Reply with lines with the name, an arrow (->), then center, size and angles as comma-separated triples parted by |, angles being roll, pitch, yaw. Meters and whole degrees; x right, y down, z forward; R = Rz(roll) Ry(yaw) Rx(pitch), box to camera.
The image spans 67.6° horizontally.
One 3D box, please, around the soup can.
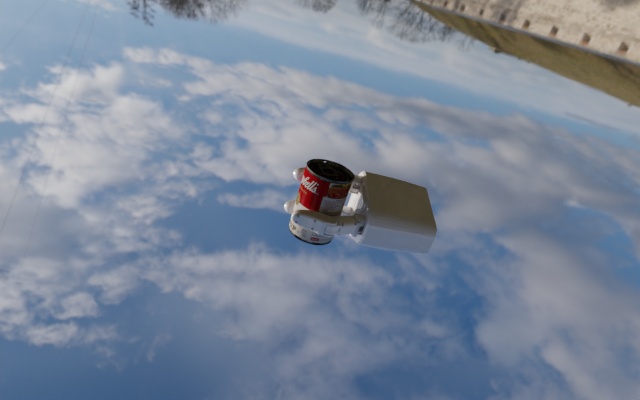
soup can -> 0.000, 0.002, 0.663 | 0.068, 0.102, 0.068 | 14, 26, -7
